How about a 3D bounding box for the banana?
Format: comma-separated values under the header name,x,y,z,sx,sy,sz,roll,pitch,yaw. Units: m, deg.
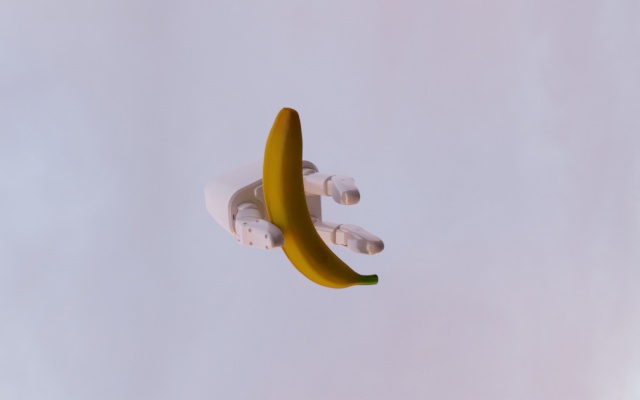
name,x,y,z,sx,sy,sz,roll,pitch,yaw
banana,-0.014,0.014,0.446,0.069,0.198,0.037,-32,23,-13
